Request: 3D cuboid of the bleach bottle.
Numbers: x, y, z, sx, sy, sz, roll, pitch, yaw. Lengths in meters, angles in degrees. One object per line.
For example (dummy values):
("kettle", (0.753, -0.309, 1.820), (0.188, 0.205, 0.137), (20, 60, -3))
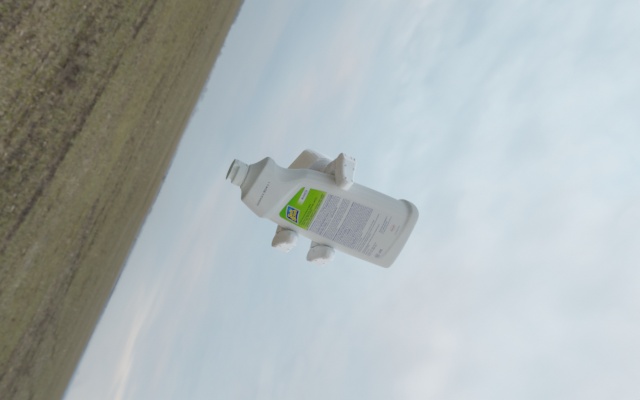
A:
("bleach bottle", (0.000, 0.002, 0.633), (0.251, 0.102, 0.068), (24, 10, -18))
